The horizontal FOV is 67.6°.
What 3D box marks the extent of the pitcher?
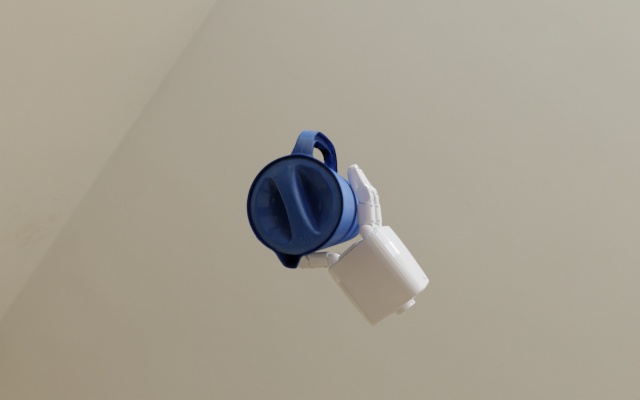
[{"bbox_3d":[0.000,0.003,0.723,0.149,0.145,0.243,-41,-13,11],"label":"pitcher"}]
